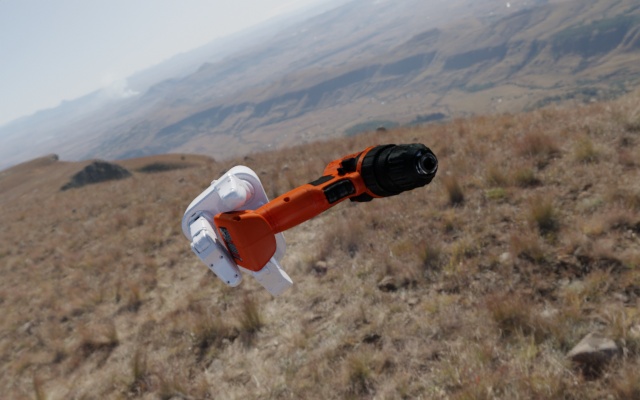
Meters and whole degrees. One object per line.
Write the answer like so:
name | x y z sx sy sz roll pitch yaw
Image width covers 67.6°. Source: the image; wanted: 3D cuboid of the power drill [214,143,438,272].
power drill | 0.000 0.002 0.462 0.187 0.057 0.184 -26 6 -21
